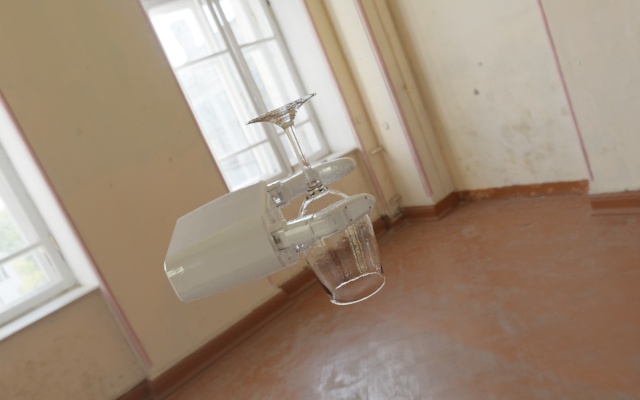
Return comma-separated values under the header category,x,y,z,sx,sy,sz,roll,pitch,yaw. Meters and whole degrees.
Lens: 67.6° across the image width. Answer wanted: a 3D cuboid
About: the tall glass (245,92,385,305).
category,x,y,z,sx,sy,sz,roll,pitch,yaw
tall glass,0.000,0.001,0.475,0.079,0.201,0.079,-23,11,5
